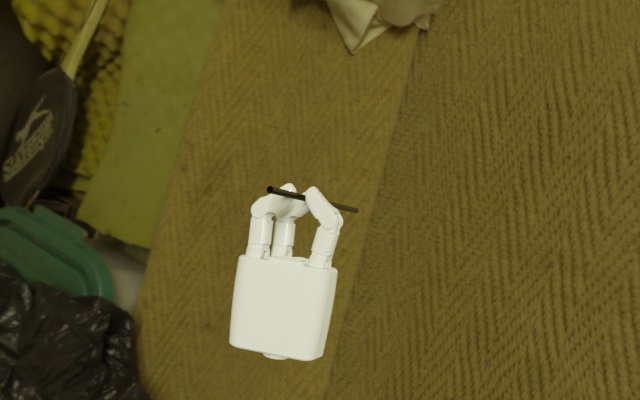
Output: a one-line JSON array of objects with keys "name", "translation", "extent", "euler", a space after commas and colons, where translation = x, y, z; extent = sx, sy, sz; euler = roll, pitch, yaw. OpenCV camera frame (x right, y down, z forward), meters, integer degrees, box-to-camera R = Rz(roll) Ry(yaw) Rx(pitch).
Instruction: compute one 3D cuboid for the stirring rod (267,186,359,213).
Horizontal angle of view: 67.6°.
[{"name": "stirring rod", "translation": [0.000, 0.002, 0.612], "extent": [0.011, 0.011, 0.239], "euler": [0, -6, 27]}]
